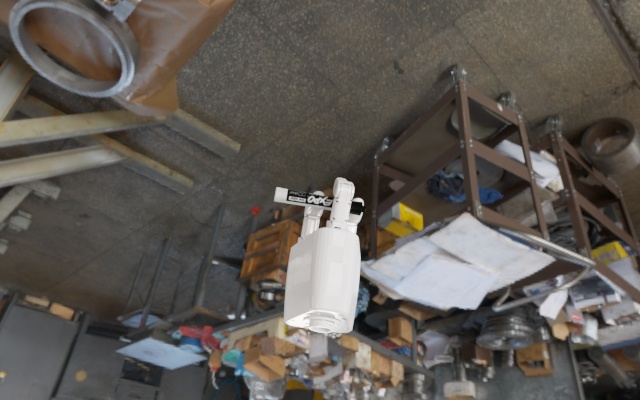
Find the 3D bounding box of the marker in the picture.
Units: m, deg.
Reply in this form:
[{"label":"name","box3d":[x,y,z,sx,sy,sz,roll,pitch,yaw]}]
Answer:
[{"label":"marker","box3d":[0.000,0.002,0.628,0.121,0.020,0.020,10,-1,-6]}]
